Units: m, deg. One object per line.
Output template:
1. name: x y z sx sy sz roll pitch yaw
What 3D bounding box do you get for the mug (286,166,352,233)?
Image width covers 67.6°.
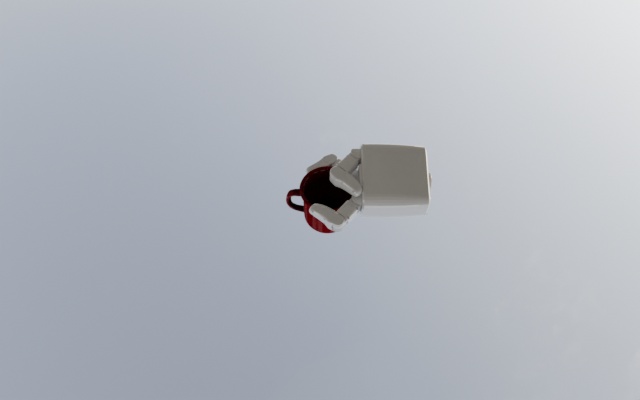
1. mug: -0.001 0.003 0.809 0.117 0.093 0.082 1 -34 0
